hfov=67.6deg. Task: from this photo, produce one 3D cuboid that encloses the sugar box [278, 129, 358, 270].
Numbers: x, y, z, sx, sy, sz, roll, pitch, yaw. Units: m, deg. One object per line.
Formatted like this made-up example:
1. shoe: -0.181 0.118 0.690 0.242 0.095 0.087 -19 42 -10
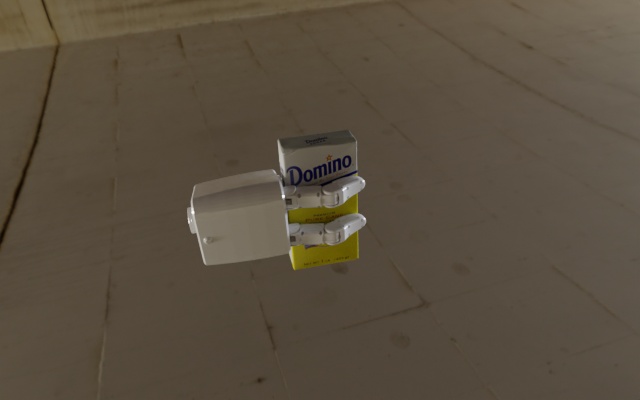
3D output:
1. sugar box: 0.000 0.002 0.616 0.093 0.176 0.048 -10 33 -9
